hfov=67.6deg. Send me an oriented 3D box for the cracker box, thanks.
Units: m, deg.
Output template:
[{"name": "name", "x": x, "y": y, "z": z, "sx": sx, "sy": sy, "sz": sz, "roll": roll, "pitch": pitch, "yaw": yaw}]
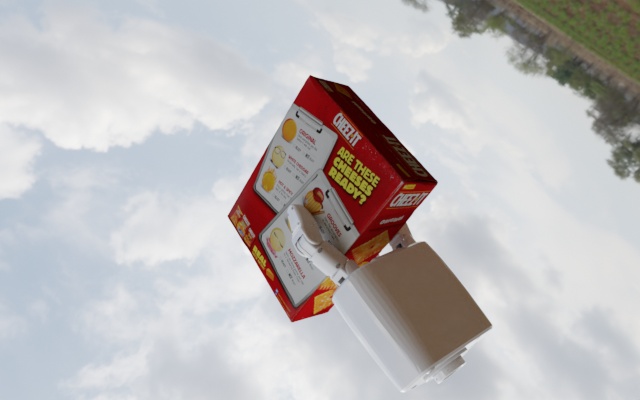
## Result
[{"name": "cracker box", "x": 0.000, "y": 0.002, "z": 0.525, "sx": 0.072, "sy": 0.164, "sz": 0.214, "roll": -2, "pitch": -44, "yaw": -47}]
